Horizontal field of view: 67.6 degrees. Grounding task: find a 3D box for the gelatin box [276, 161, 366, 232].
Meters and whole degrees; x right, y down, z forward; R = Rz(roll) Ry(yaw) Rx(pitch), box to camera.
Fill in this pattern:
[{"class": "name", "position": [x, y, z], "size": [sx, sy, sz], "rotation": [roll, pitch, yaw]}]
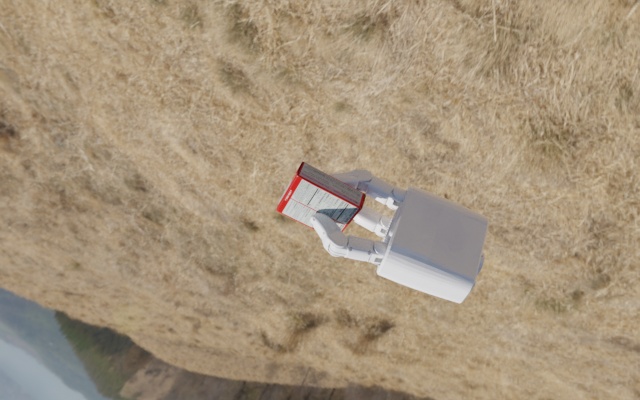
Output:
[{"class": "gelatin box", "position": [0.000, 0.002, 0.587], "size": [0.089, 0.030, 0.073], "rotation": [26, -44, -8]}]
